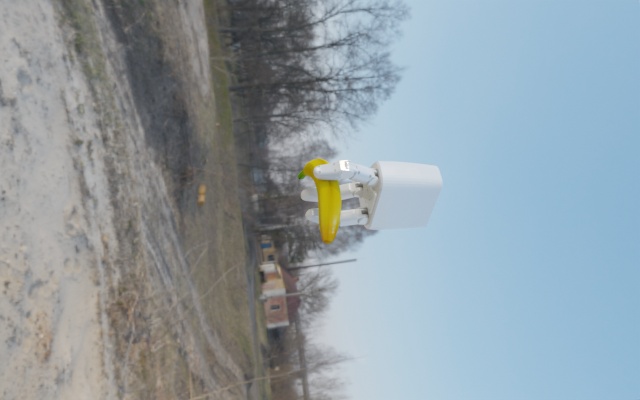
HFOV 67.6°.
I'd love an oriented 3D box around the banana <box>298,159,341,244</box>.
[{"bbox_3d":[0.005,-0.015,0.750,0.037,0.070,0.197,9,30,-19],"label":"banana"}]
